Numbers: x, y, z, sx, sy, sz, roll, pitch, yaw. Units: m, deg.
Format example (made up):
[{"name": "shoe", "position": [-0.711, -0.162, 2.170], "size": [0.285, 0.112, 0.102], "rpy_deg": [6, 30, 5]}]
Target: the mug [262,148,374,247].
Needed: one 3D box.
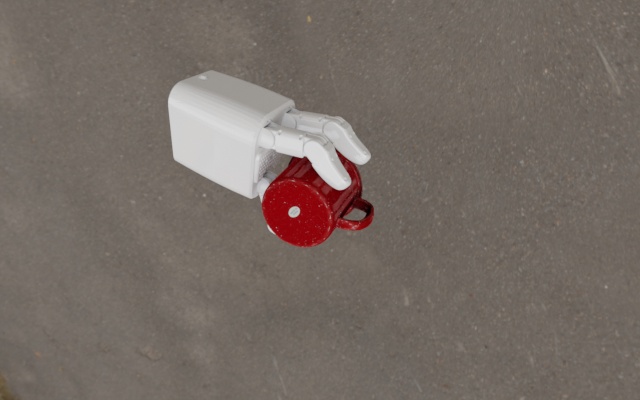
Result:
[{"name": "mug", "position": [0.001, 0.002, 0.511], "size": [0.117, 0.093, 0.081], "rpy_deg": [23, 34, 11]}]
